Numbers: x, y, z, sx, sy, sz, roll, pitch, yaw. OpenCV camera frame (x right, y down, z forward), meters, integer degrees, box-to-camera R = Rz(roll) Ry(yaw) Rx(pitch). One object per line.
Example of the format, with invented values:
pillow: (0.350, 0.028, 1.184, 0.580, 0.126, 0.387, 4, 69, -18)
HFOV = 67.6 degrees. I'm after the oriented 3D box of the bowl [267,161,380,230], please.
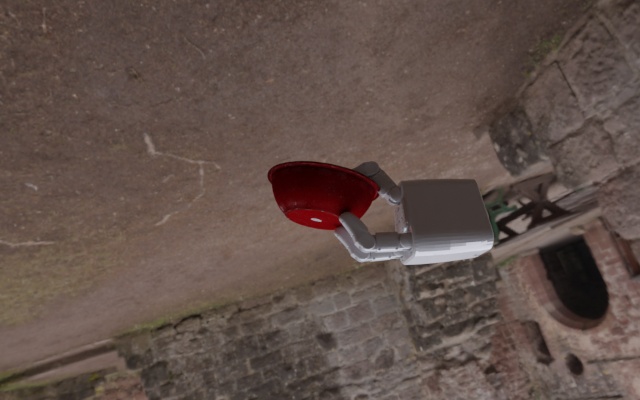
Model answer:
bowl: (-0.001, 0.002, 0.668, 0.162, 0.055, 0.162, 9, -18, 3)
